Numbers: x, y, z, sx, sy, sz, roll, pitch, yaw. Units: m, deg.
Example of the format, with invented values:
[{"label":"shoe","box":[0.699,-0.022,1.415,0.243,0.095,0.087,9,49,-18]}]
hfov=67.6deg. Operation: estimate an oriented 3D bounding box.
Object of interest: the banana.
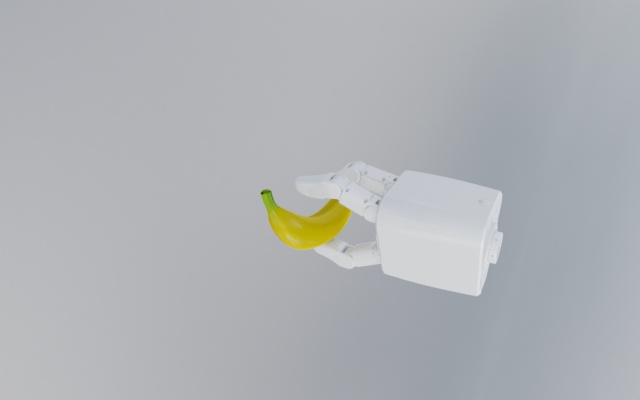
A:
[{"label":"banana","box":[-0.003,0.020,0.561,0.037,0.069,0.198,8,6,27]}]
